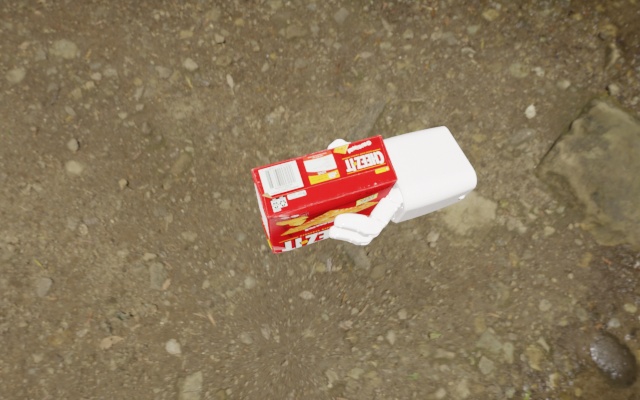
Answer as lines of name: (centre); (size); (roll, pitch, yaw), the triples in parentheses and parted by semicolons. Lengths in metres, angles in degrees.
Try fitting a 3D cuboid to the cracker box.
cracker box: (0.000, 0.002, 0.653); (0.164, 0.072, 0.214); (-16, -16, -8)
